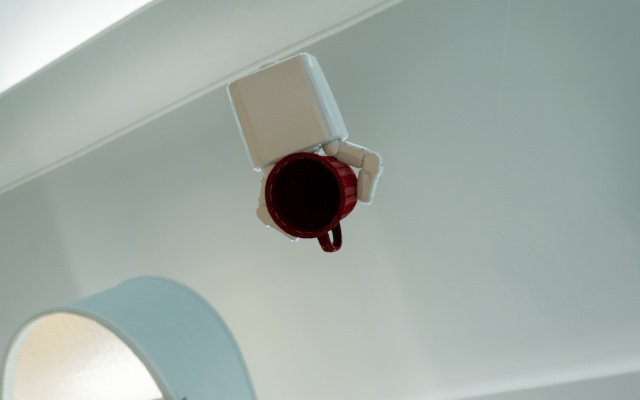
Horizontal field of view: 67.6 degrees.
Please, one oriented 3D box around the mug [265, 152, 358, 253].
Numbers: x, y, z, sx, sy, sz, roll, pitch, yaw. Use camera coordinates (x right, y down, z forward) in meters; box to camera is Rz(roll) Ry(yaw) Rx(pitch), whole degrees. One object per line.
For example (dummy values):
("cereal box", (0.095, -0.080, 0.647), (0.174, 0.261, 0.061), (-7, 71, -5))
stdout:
("mug", (0.001, 0.003, 0.543), (0.093, 0.117, 0.081), (-21, -1, 21))
